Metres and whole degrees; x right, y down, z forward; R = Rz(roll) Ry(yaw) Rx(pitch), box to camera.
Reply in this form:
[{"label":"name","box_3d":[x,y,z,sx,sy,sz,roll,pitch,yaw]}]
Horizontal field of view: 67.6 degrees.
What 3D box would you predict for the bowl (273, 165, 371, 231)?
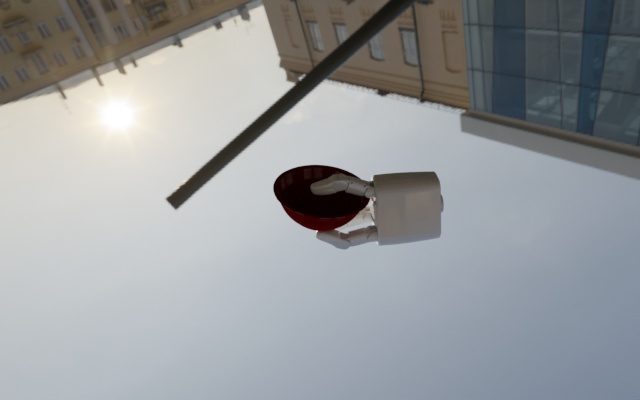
[{"label":"bowl","box_3d":[-0.001,0.003,0.801,0.162,0.055,0.162,5,34,-3]}]
